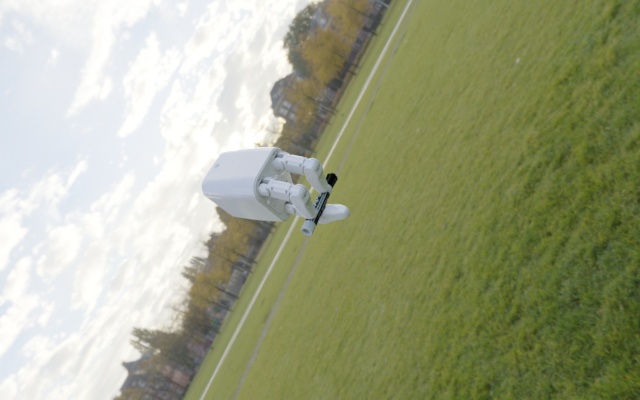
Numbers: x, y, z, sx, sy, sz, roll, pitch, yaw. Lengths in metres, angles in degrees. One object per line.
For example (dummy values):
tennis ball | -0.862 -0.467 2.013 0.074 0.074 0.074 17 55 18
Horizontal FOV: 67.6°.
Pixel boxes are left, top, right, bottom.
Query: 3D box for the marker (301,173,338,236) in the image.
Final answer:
marker | 0.000 0.002 0.737 0.020 0.121 0.020 16 -37 12
